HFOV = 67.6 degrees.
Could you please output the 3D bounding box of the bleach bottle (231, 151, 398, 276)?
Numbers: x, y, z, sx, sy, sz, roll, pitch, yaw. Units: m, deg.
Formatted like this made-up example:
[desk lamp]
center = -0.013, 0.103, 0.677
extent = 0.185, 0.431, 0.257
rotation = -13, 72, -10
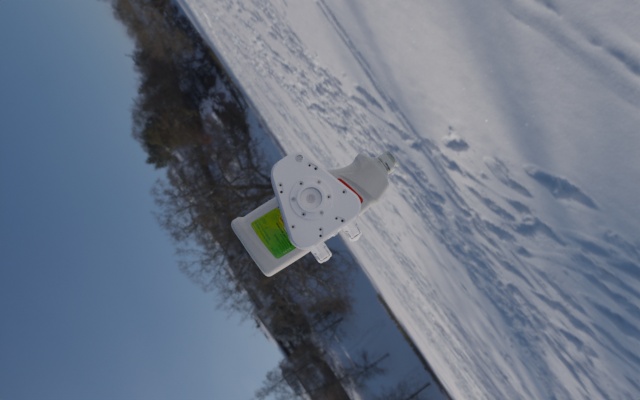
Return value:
[bleach bottle]
center = 0.000, 0.002, 0.705
extent = 0.251, 0.102, 0.068
rotation = -35, -1, -3
